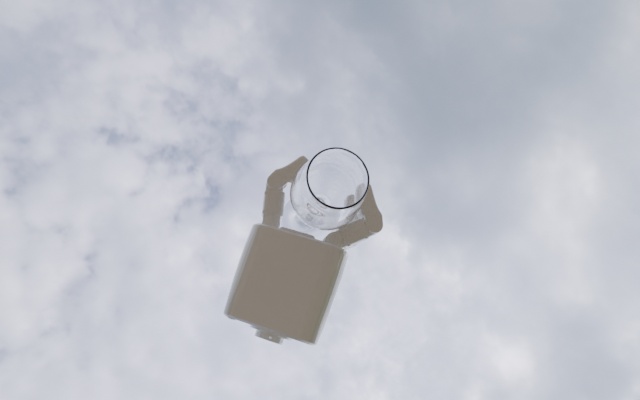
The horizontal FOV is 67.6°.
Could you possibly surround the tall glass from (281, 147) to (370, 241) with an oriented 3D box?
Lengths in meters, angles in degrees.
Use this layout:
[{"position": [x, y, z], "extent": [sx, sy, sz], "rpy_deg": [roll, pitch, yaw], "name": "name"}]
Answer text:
[{"position": [0.000, 0.002, 0.547], "extent": [0.079, 0.079, 0.201], "rpy_deg": [0, -14, -10], "name": "tall glass"}]
